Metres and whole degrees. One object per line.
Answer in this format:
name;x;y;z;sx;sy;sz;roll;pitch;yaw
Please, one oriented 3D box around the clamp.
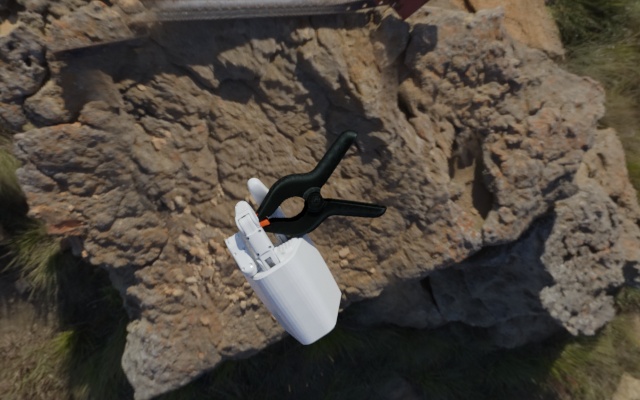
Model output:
clamp;0.000;0.002;0.605;0.171;0.120;0.039;-33;10;-1
